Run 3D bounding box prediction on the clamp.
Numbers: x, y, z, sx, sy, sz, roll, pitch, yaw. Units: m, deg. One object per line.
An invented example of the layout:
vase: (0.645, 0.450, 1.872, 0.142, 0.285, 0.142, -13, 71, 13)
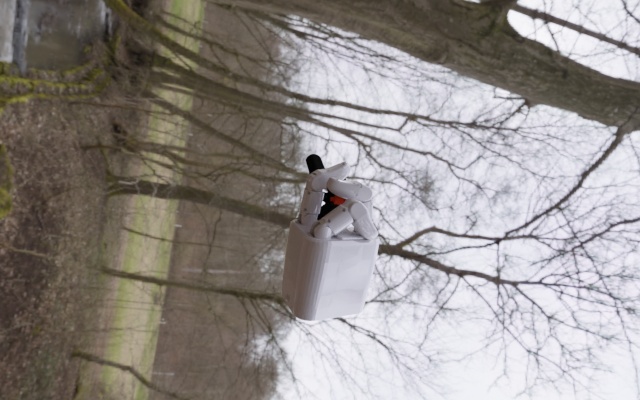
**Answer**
clamp: (0.001, 0.002, 0.694, 0.039, 0.120, 0.171, 4, 13, -16)
